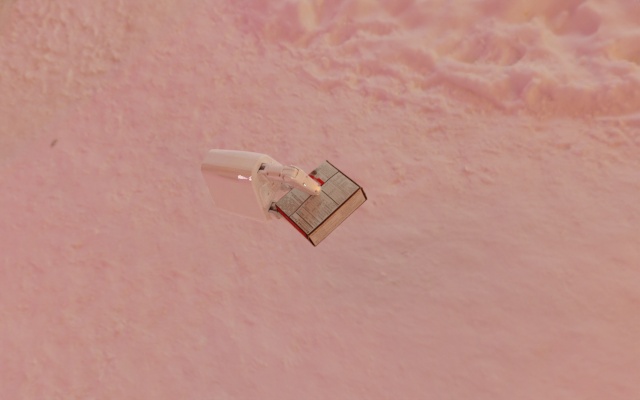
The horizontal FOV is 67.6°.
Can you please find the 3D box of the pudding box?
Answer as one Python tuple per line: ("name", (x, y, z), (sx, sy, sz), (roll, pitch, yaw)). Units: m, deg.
("pudding box", (0.000, 0.002, 0.731), (0.090, 0.113, 0.039), (42, -10, 36))
